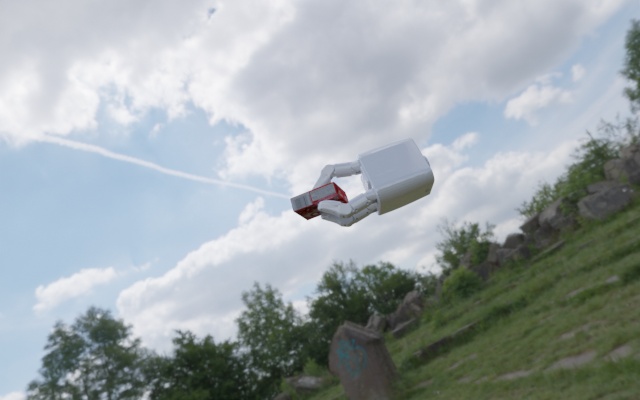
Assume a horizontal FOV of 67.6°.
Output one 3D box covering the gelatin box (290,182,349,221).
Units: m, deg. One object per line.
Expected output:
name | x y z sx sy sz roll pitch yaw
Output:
gelatin box | 0.000 0.003 0.862 0.089 0.030 0.073 -21 -20 12
